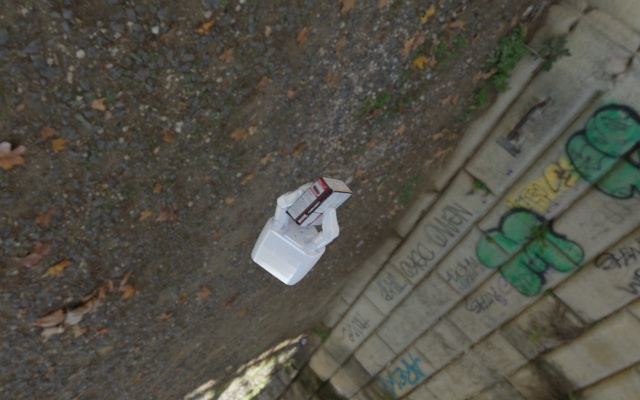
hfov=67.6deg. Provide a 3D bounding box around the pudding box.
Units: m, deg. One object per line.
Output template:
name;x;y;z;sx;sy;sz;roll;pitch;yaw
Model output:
pudding box;0.000;0.003;0.838;0.090;0.039;0.113;-45;-13;13
